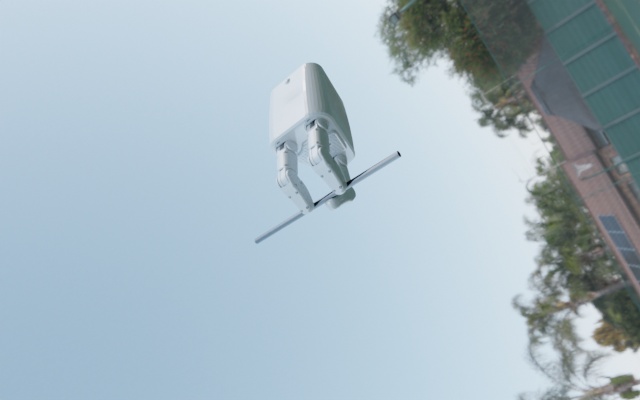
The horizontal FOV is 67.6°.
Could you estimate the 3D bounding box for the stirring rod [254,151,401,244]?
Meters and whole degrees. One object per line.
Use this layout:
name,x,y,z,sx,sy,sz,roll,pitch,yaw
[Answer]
stirring rod,0.000,0.002,0.597,0.239,0.011,0.011,-32,-17,31
